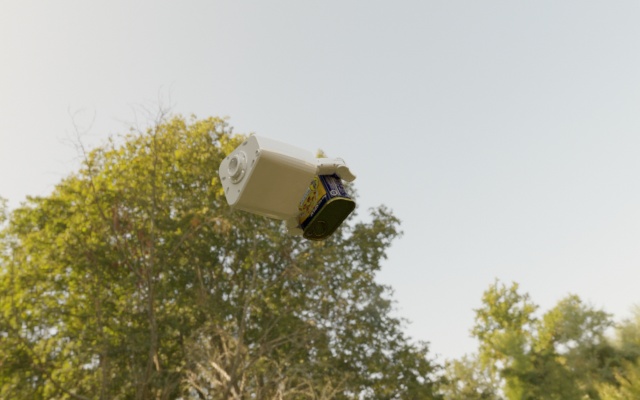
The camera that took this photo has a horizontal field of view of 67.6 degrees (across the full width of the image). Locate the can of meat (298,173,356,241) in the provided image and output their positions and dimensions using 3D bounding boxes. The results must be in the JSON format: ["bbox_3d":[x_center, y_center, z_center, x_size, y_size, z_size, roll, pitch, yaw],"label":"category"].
[{"bbox_3d":[0.000,0.002,0.793,0.057,0.084,0.102,11,-49,-39],"label":"can of meat"}]
